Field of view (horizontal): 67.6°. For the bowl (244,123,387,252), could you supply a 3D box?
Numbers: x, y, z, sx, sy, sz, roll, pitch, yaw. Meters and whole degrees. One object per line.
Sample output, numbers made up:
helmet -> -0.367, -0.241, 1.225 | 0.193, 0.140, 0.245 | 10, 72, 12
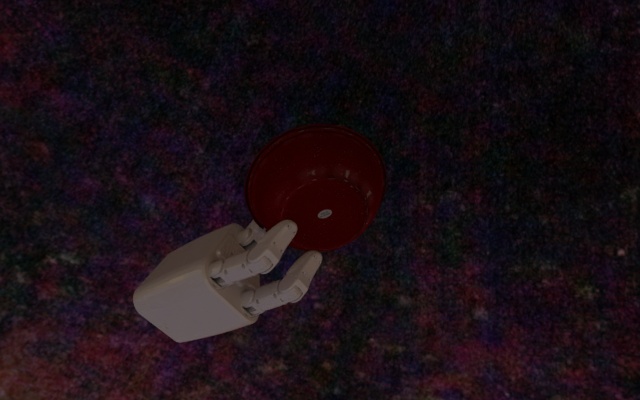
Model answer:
bowl -> 0.001, 0.001, 0.513 | 0.162, 0.162, 0.055 | 0, 33, -11
